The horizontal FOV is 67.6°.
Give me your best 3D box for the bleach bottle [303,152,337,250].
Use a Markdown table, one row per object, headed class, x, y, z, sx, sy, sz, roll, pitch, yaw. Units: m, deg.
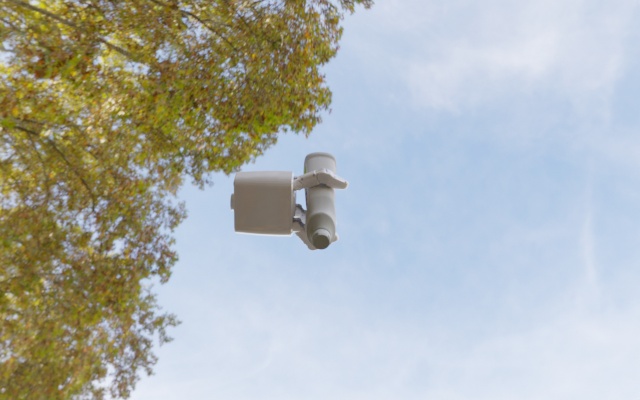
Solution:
| class | x | y | z | sx | sy | sz | roll | pitch | yaw |
| --- | --- | --- | --- | --- | --- | --- | --- | --- | --- |
| bleach bottle | 0.000 | 0.003 | 0.881 | 0.068 | 0.103 | 0.250 | 1 | 27 | -1 |
